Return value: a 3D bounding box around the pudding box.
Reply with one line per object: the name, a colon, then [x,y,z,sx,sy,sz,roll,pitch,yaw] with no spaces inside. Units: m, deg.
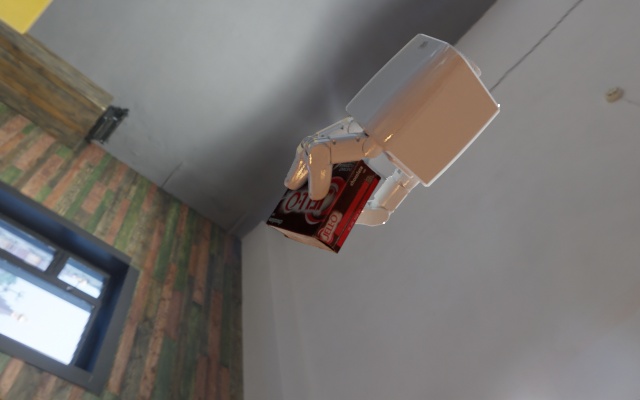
pudding box: [0.000,0.002,0.498,0.039,0.090,0.113,38,-15,-24]
